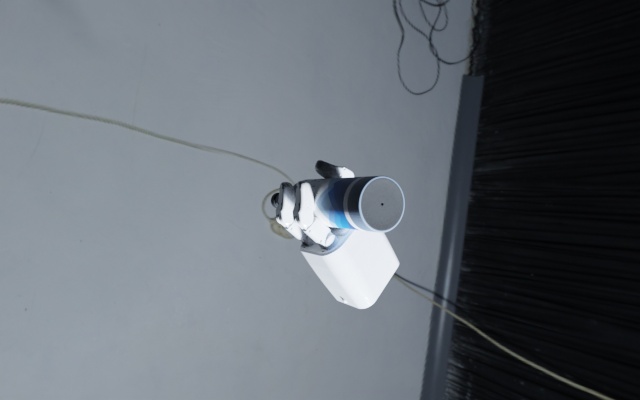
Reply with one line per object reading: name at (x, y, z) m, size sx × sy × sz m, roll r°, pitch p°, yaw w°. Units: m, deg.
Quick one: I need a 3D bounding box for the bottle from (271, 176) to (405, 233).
bottle at (0.000, 0.002, 0.682) m, size 0.069 × 0.069 × 0.295 m, roll 0°, pitch 1°, yaw -29°
